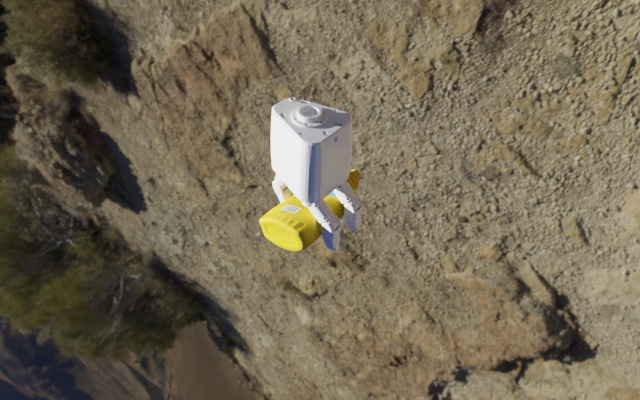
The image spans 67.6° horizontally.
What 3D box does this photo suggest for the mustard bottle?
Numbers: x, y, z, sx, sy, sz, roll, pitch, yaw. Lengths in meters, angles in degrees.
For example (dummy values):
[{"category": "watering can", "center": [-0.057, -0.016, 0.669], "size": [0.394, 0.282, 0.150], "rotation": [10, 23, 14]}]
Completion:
[{"category": "mustard bottle", "center": [0.000, 0.003, 0.764], "size": [0.096, 0.058, 0.191], "rotation": [12, 40, 43]}]
